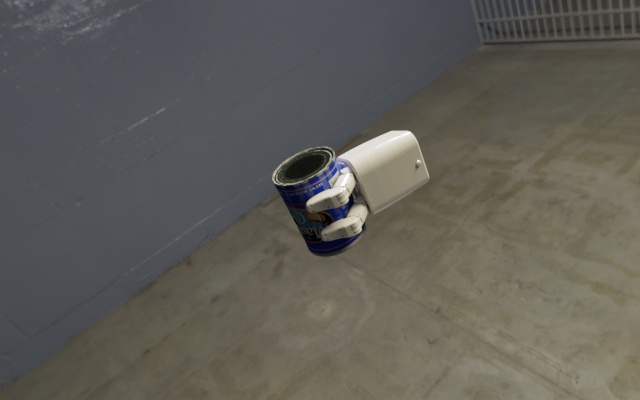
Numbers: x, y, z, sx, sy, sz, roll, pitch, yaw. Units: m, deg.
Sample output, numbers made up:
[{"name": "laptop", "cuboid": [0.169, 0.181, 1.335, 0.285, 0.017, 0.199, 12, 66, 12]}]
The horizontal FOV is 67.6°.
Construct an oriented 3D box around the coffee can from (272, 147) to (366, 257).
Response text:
[{"name": "coffee can", "cuboid": [0.000, 0.003, 0.747, 0.103, 0.140, 0.102, -19, 30, 11]}]
